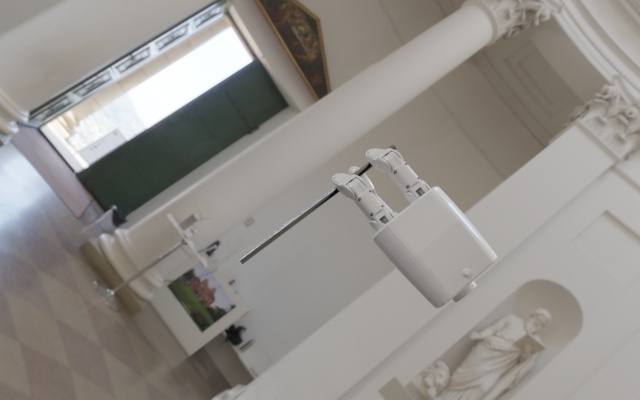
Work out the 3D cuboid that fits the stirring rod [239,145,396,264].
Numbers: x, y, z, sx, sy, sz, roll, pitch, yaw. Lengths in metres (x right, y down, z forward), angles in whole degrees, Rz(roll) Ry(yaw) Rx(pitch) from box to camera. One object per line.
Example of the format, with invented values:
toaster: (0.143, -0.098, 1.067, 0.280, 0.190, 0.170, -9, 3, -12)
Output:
stirring rod: (0.000, 0.002, 0.587, 0.239, 0.011, 0.011, -37, 9, -12)
